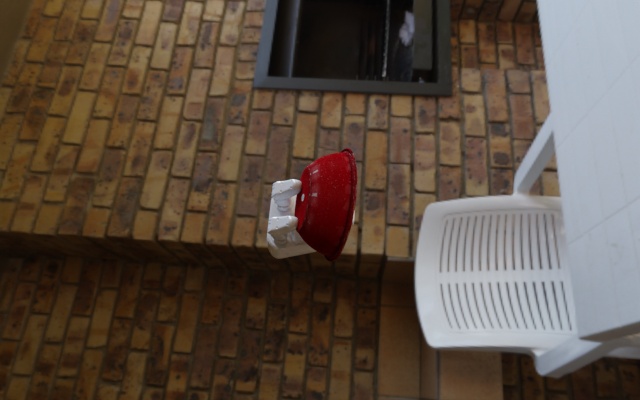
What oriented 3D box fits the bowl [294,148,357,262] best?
[{"bbox_3d":[0.000,0.001,0.667,0.055,0.162,0.162,9,-2,-13],"label":"bowl"}]
